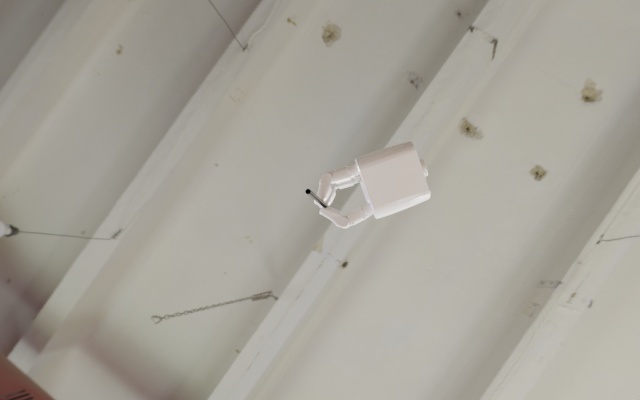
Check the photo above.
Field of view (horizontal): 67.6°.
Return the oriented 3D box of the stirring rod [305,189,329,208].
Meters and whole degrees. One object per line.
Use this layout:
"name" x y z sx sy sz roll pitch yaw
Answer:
"stirring rod" 0.000 0.003 0.812 0.011 0.011 0.239 0 -8 9
